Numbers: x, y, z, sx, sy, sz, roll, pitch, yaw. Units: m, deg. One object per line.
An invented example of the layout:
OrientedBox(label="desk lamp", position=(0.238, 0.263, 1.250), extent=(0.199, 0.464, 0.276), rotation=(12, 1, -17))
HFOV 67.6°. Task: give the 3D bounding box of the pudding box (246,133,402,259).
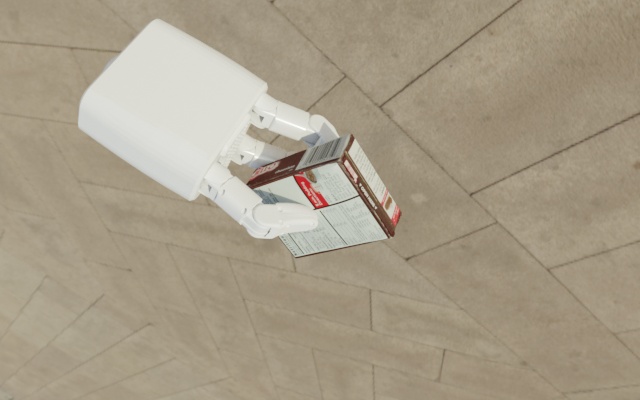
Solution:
OrientedBox(label="pudding box", position=(0.000, 0.001, 0.418), extent=(0.113, 0.090, 0.039), rotation=(-15, 33, 37))
